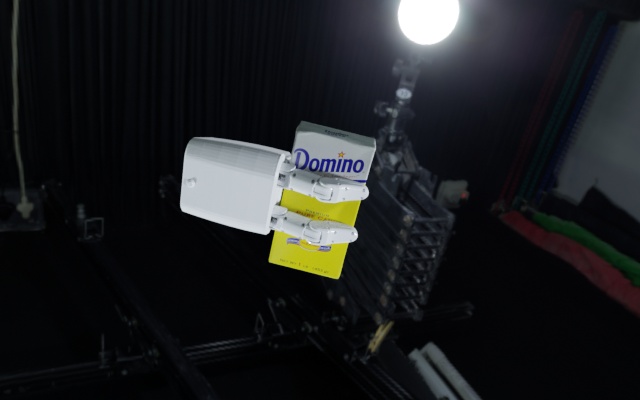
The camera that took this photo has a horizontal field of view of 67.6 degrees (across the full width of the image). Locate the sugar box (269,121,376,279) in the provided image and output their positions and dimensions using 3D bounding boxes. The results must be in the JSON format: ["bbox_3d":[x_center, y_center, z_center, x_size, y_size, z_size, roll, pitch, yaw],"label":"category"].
[{"bbox_3d":[0.000,0.002,0.576,0.093,0.176,0.048,13,25,0],"label":"sugar box"}]
